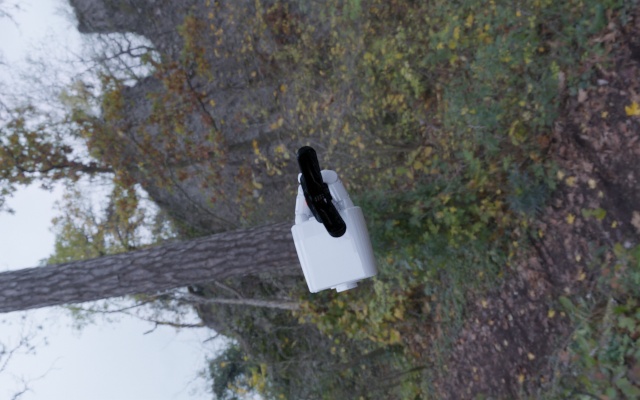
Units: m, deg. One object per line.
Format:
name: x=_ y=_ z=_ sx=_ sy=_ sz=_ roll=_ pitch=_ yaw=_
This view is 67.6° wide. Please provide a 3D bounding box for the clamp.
clamp: x=-0.001 y=0.002 z=0.656 sx=0.039 sy=0.120 sz=0.171 roll=-17 pitch=-11 yaw=-2
